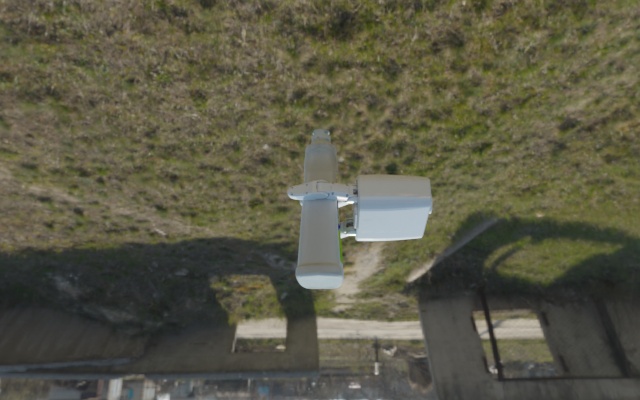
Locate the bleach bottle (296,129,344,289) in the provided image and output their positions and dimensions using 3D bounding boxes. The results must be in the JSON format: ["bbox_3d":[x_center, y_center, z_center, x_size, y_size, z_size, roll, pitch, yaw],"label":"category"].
[{"bbox_3d":[0.000,0.002,0.731,0.068,0.250,0.103,-1,-21,3],"label":"bleach bottle"}]
